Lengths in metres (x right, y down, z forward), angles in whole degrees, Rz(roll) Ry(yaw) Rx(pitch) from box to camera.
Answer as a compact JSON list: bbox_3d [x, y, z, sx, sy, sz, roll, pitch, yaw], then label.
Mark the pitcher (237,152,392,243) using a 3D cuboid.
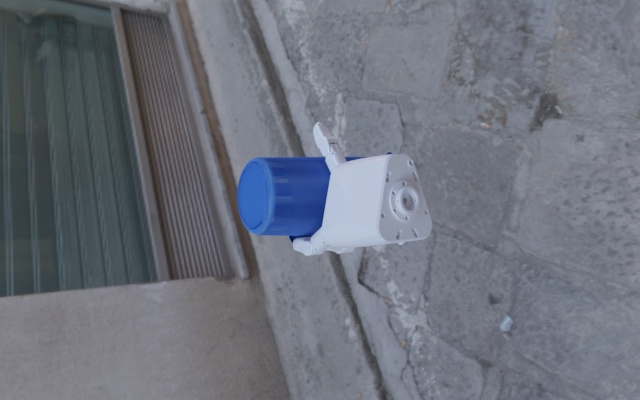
[{"bbox_3d":[0.000,0.002,0.727,0.243,0.149,0.145,0,-4,-35],"label":"pitcher"}]
